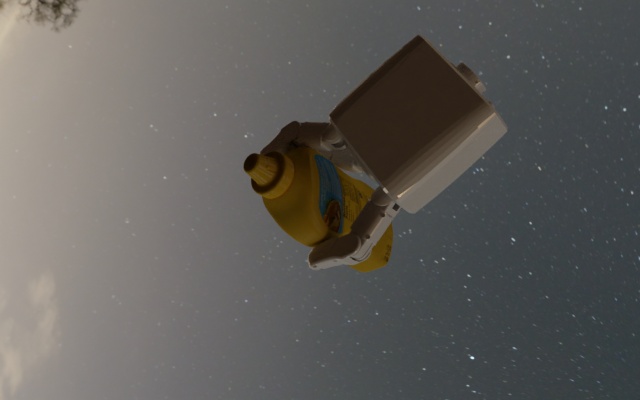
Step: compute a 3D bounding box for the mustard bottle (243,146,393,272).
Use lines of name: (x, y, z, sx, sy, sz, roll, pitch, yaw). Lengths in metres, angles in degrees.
mustard bottle: (0.000, 0.002, 0.462, 0.058, 0.096, 0.192, -22, -33, 30)
